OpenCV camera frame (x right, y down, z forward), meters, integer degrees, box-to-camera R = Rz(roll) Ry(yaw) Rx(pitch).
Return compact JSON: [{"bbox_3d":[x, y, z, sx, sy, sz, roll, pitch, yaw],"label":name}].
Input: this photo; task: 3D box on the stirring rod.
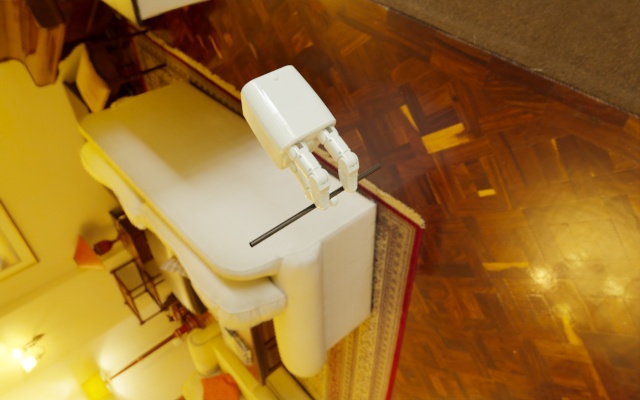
[{"bbox_3d":[0.000,0.002,0.670,0.239,0.011,0.011,-32,17,-29],"label":"stirring rod"}]
